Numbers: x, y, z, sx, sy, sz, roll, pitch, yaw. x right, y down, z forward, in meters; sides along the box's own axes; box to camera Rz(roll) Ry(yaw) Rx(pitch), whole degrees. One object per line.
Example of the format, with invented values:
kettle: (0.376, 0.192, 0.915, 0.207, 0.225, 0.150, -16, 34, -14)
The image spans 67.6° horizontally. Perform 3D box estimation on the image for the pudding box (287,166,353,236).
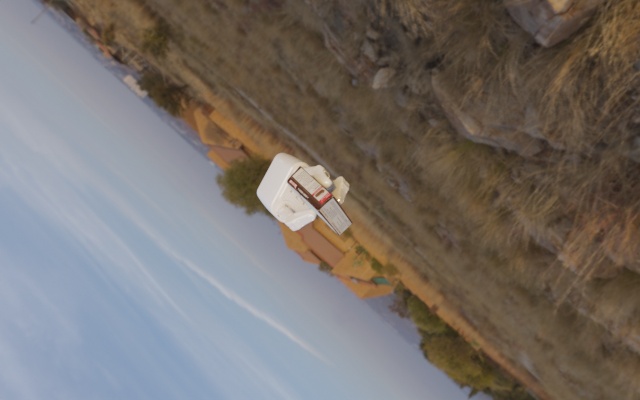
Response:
pudding box: (0.000, 0.003, 0.810, 0.090, 0.039, 0.113, 42, -4, 32)
